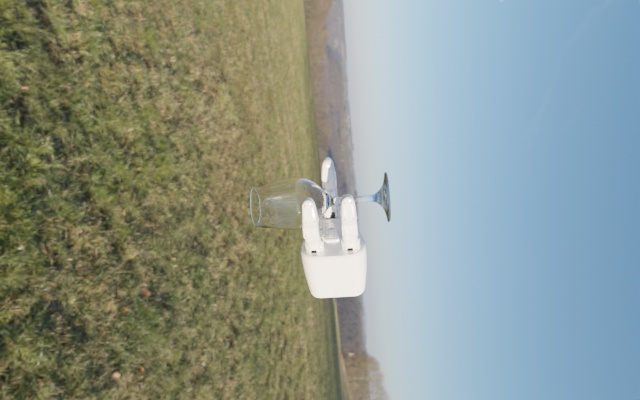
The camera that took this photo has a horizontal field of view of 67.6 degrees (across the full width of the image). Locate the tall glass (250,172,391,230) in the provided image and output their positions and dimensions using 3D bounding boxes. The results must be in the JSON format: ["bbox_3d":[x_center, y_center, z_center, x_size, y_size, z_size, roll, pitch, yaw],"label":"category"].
[{"bbox_3d":[0.001,0.002,0.710,0.201,0.079,0.079,-4,0,4],"label":"tall glass"}]
